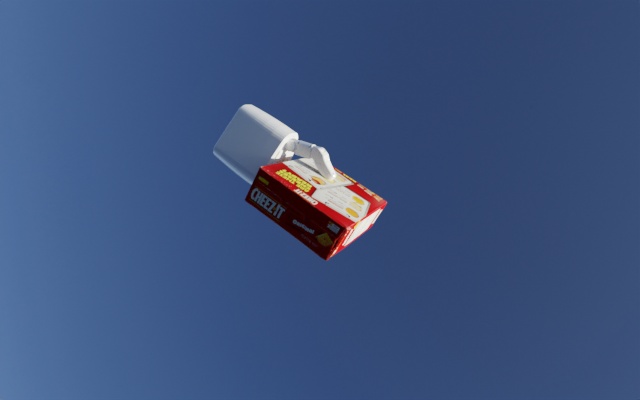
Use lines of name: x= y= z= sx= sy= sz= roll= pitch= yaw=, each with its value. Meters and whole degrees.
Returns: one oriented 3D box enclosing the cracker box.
cracker box: x=0.000 y=0.002 z=0.795 sx=0.164 sy=0.072 sz=0.213 roll=35 pitch=22 yaw=14
